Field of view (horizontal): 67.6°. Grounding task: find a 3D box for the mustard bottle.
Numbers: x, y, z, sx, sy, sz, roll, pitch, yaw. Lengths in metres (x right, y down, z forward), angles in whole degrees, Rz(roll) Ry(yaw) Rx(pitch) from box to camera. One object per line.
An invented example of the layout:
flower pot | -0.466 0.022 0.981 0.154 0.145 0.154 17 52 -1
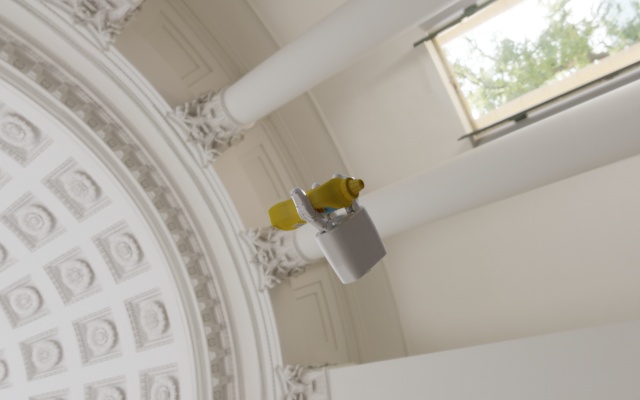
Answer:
mustard bottle | 0.000 0.003 0.885 0.192 0.058 0.096 -23 -15 35
